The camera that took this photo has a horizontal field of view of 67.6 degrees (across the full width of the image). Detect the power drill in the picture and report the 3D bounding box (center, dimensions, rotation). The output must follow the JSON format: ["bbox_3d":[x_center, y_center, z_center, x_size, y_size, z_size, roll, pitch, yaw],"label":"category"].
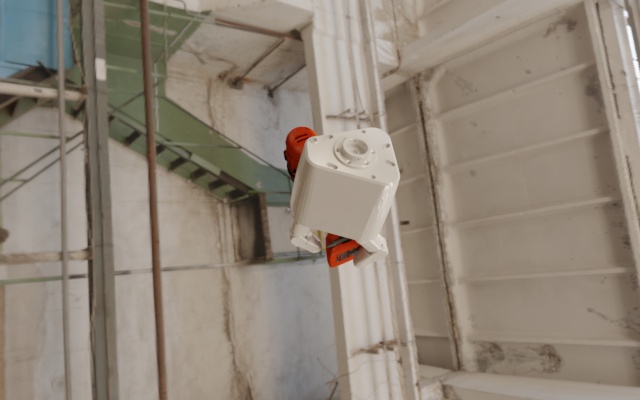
[{"bbox_3d":[0.000,0.003,0.710,0.057,0.187,0.184,-24,-16,-6],"label":"power drill"}]
